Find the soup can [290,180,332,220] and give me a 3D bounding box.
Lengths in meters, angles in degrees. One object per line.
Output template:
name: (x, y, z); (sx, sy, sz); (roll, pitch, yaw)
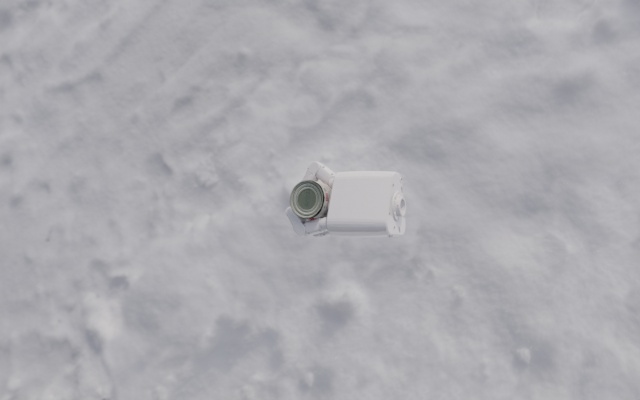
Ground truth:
soup can: (0.000, 0.003, 0.841); (0.068, 0.068, 0.102); (0, -5, 28)
